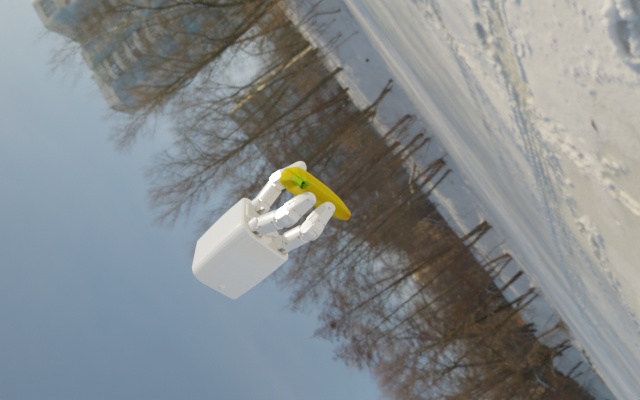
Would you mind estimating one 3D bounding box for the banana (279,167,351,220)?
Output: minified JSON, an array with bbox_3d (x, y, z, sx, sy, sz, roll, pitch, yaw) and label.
[{"bbox_3d":[-0.012,-0.011,0.704,0.069,0.037,0.198,48,8,25],"label":"banana"}]
